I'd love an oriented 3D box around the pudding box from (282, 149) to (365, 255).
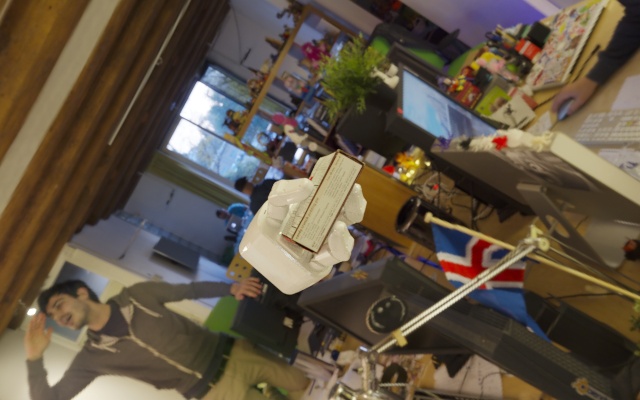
[{"bbox_3d":[0.000,0.002,0.543,0.039,0.113,0.090,27,-5,-11],"label":"pudding box"}]
